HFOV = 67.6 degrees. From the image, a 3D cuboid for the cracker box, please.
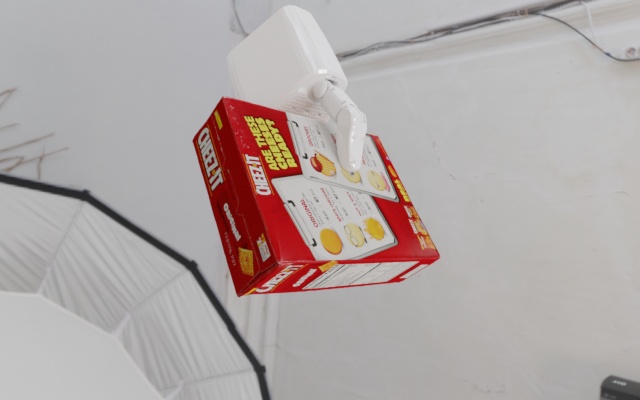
[{"bbox_3d":[0.000,0.001,0.465,0.214,0.164,0.072,5,-37,-43],"label":"cracker box"}]
